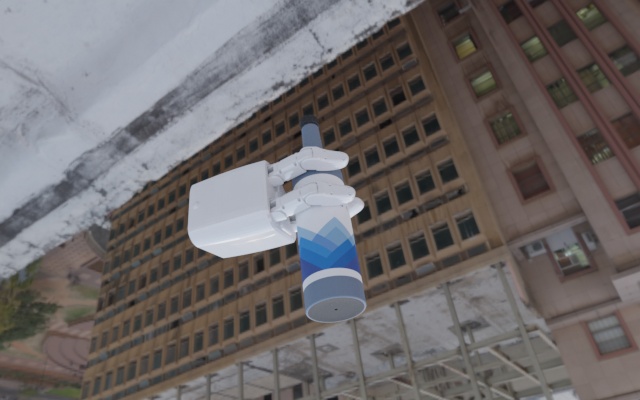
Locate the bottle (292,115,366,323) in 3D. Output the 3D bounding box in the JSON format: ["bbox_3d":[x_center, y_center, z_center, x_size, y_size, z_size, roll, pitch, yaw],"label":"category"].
[{"bbox_3d":[0.000,0.002,0.603,0.069,0.295,0.069,-5,-37,-4],"label":"bottle"}]
